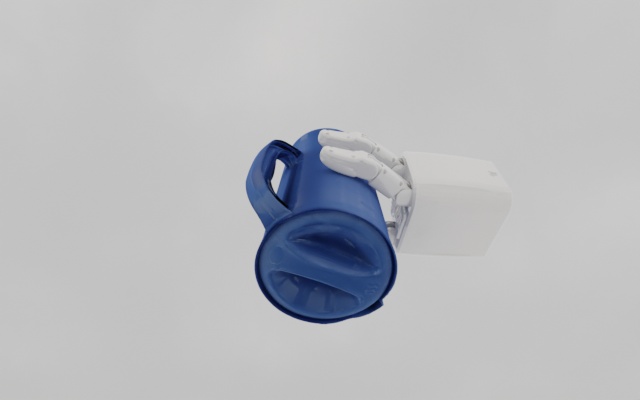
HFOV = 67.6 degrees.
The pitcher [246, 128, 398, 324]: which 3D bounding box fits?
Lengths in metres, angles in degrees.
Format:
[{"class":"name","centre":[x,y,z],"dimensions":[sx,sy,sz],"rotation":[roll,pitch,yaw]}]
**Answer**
[{"class":"pitcher","centre":[0.000,0.002,0.536],"dimensions":[0.145,0.149,0.242],"rotation":[3,30,-1]}]
